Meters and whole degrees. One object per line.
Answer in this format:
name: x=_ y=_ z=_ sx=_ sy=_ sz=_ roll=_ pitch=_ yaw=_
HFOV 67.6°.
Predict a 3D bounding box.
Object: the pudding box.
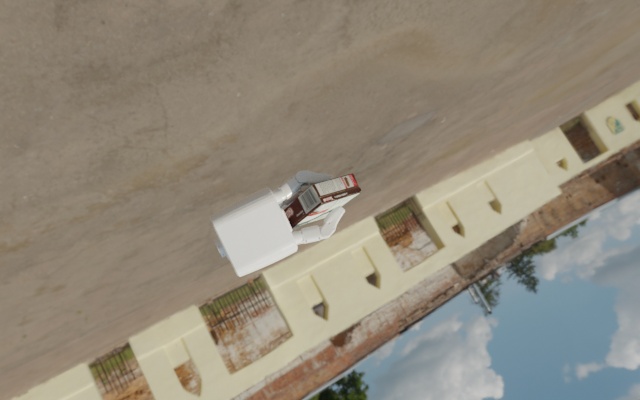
pudding box: x=0.000 y=0.003 z=0.789 sx=0.090 sy=0.039 sz=0.113 roll=-18 pitch=-12 yaw=-38
